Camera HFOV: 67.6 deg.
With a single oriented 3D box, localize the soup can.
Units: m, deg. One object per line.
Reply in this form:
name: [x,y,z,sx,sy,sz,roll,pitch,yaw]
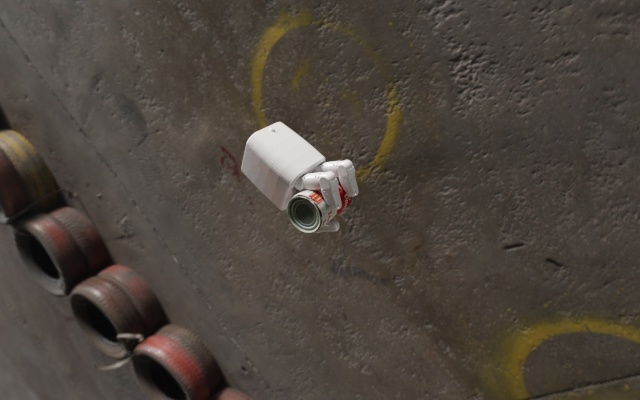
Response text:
soup can: [0.000,0.003,0.787,0.068,0.068,0.102,0,23,35]
